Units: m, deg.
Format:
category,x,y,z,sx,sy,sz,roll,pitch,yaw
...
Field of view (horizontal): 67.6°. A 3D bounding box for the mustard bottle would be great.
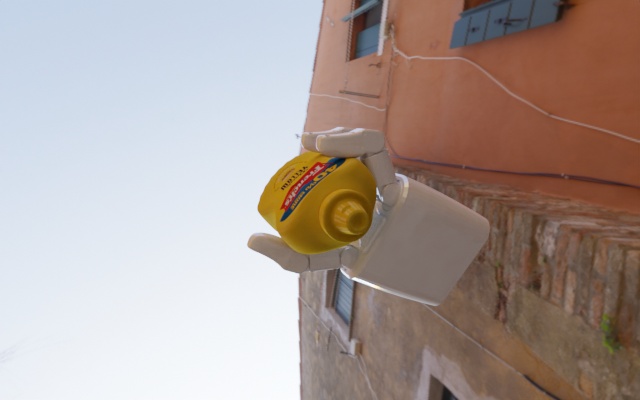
category,x,y,z,sx,sy,sz,roll,pitch,yaw
mustard bottle,0.000,0.001,0.432,0.096,0.058,0.191,-43,18,-6
